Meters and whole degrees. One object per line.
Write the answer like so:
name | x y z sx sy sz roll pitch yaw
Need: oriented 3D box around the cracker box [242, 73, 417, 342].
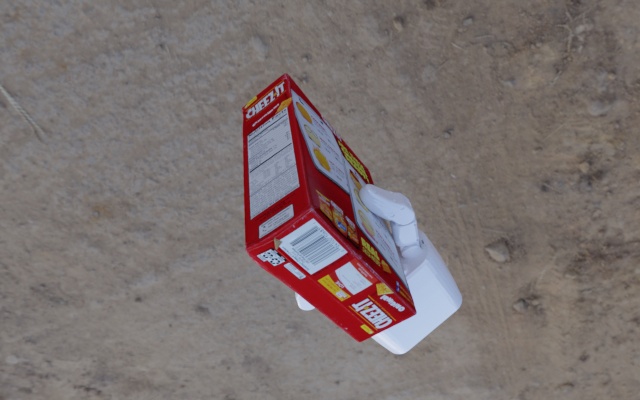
cracker box | 0.000 0.002 0.456 0.072 0.213 0.164 -32 -52 16
